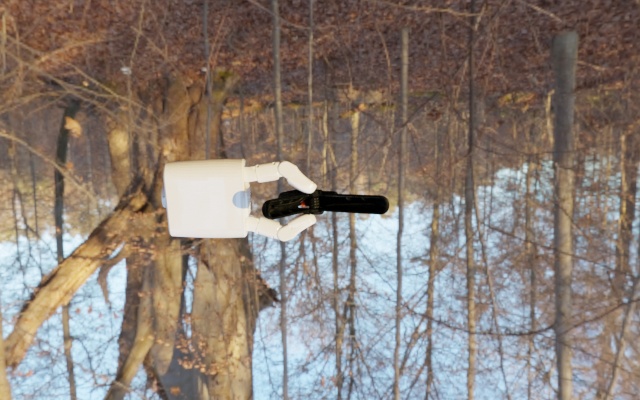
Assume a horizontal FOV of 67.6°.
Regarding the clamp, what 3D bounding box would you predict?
[{"bbox_3d":[0.000,0.003,0.690,0.164,0.036,0.210,-1,4,-6],"label":"clamp"}]
